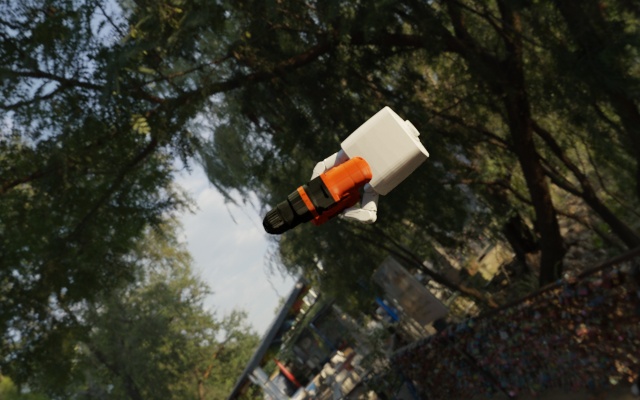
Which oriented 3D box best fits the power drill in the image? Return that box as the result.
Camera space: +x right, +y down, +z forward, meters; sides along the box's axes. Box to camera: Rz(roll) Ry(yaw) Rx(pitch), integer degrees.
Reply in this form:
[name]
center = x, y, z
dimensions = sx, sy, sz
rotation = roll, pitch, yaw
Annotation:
[power drill]
center = 0.000, 0.002, 0.787
dimensions = 0.184, 0.057, 0.187
rotation = -30, -6, 2
